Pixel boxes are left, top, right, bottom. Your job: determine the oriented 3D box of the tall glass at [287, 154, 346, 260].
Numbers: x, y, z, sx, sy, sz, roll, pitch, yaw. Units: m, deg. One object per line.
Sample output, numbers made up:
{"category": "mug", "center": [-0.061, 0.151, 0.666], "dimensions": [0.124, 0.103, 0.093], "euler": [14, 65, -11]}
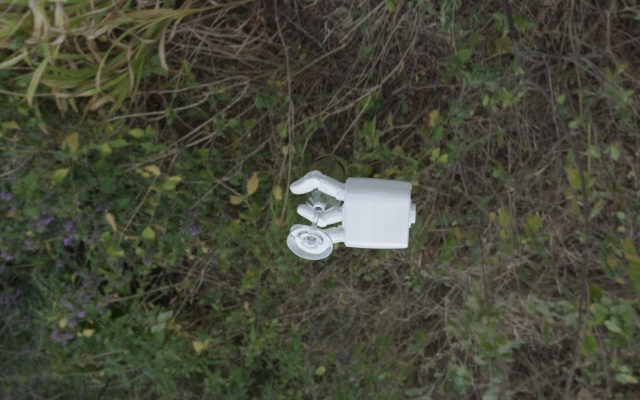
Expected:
{"category": "tall glass", "center": [0.000, 0.003, 0.822], "dimensions": [0.079, 0.079, 0.201], "euler": [0, 41, 12]}
